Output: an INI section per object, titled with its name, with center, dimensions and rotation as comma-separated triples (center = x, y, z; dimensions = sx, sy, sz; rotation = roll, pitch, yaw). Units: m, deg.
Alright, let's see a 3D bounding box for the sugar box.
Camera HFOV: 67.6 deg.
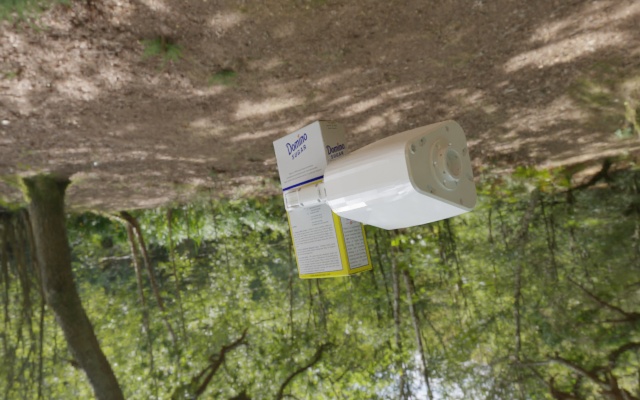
[sugar box]
center = 0.001, 0.002, 0.569
dimensions = 0.048, 0.176, 0.093
rotation = -4, -7, -42
